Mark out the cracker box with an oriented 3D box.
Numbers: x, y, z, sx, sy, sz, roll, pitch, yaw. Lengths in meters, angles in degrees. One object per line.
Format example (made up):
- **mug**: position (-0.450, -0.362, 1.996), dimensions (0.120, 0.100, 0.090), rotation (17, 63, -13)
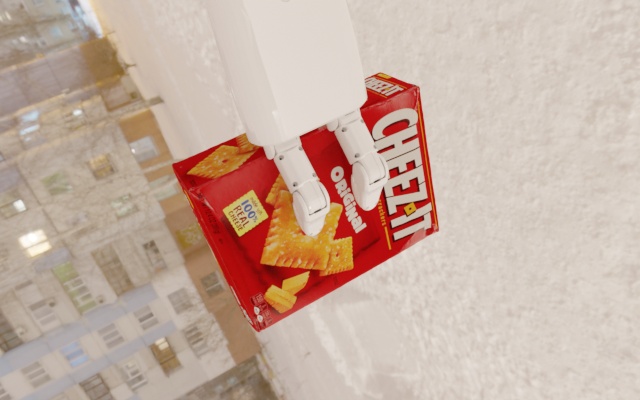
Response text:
- **cracker box**: position (0.000, 0.001, 0.440), dimensions (0.213, 0.164, 0.072), rotation (-26, 34, -15)
